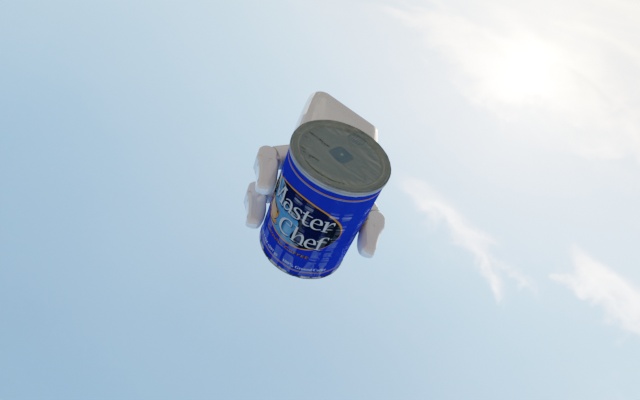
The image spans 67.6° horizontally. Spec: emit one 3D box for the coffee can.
[{"bbox_3d":[0.000,0.002,0.503,0.103,0.102,0.140,0,-42,-24],"label":"coffee can"}]
